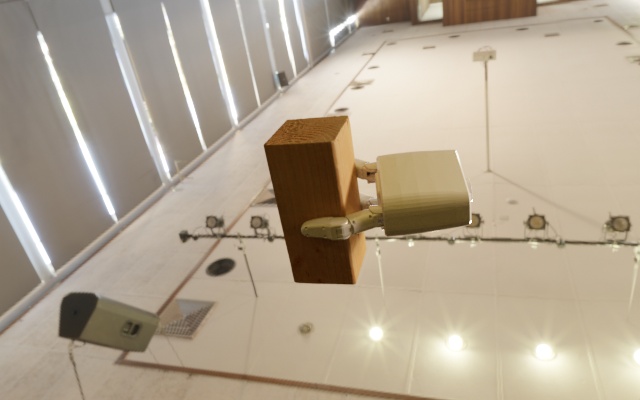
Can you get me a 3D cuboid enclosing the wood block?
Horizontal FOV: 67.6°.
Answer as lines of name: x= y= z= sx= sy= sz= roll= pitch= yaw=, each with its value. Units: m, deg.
wood block: x=0.000 y=0.002 z=0.635 sx=0.090 sy=0.206 sz=0.090 roll=-1 pitch=29 yaw=17
